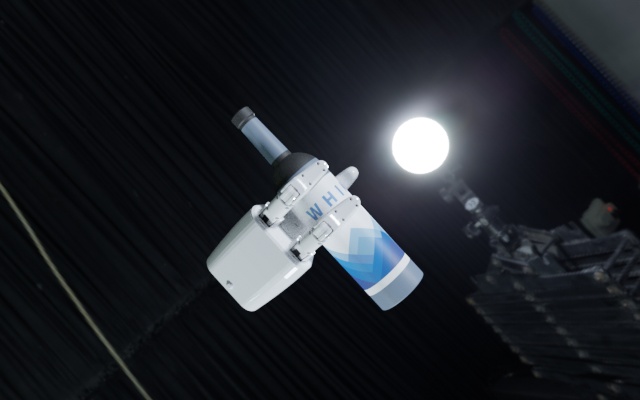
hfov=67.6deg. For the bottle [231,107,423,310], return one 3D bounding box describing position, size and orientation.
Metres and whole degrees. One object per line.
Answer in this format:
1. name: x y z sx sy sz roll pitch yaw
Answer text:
1. bottle: 0.000 0.002 0.582 0.069 0.295 0.069 -43 -2 -1
